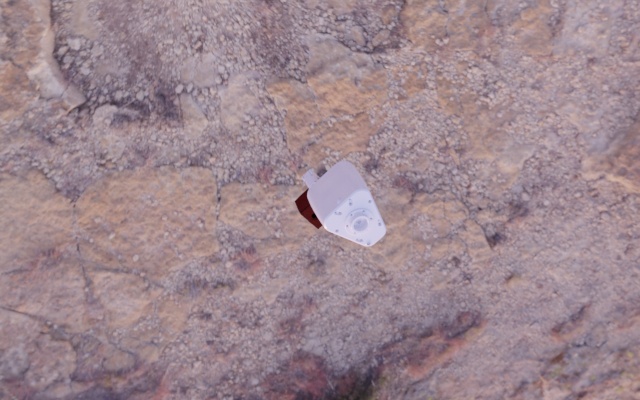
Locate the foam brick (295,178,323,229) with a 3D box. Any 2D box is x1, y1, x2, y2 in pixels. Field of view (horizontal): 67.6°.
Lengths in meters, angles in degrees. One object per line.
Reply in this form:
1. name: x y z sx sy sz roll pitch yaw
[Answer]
1. foam brick: 0.000 0.003 0.883 0.053 0.078 0.051 42 10 -31
